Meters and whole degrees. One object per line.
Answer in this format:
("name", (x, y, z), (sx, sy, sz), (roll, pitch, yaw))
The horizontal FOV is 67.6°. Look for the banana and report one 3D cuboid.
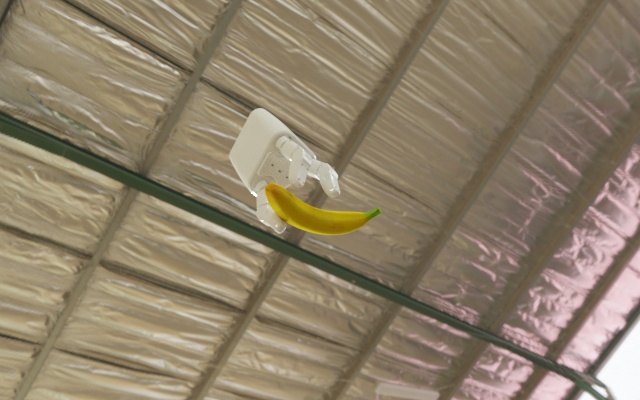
("banana", (-0.005, 0.018, 0.701), (0.198, 0.070, 0.037), (11, 29, -34))
